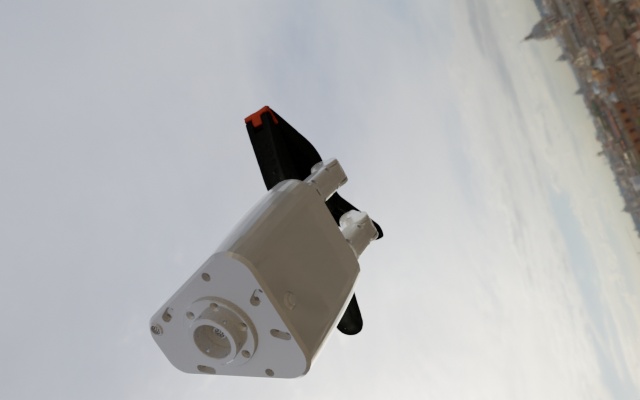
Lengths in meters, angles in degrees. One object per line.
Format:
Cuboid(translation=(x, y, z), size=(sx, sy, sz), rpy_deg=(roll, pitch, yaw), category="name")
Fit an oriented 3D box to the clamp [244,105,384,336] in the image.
Cuboid(translation=(-0.001, 0.001, 0.465), size=(0.036, 0.210, 0.164), rpy_deg=(-25, 13, 25), category="clamp")
